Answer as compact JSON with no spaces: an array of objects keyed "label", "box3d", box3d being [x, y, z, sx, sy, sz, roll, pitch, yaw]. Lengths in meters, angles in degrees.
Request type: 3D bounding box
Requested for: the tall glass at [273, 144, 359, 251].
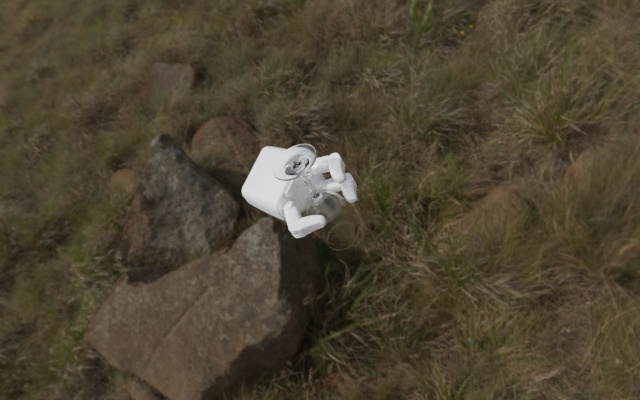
[{"label":"tall glass","box3d":[0.000,0.002,0.788,0.079,0.079,0.201,0,-38,31]}]
